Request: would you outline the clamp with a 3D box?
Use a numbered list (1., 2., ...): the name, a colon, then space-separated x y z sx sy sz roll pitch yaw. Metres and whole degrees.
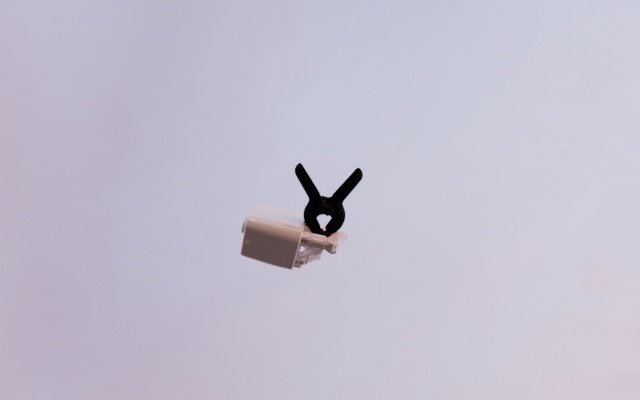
1. clamp: 0.000 0.003 0.884 0.120 0.172 0.039 15 31 -1
